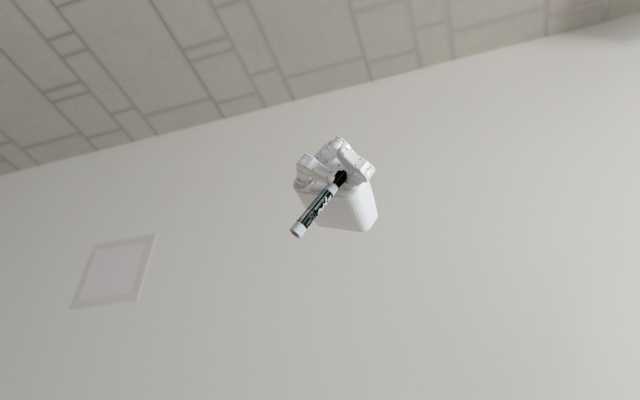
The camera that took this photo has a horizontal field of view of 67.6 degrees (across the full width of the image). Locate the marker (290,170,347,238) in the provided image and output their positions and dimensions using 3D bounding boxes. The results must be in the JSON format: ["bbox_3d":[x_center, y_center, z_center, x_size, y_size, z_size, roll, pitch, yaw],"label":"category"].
[{"bbox_3d":[0.000,0.002,0.677,0.020,0.121,0.020,33,-21,15],"label":"marker"}]
